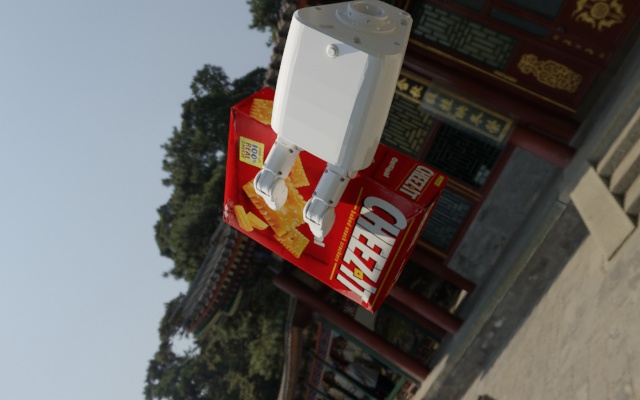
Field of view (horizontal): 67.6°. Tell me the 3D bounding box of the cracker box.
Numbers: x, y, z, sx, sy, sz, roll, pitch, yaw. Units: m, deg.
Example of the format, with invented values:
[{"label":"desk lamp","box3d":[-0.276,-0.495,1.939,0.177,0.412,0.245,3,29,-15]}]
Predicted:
[{"label":"cracker box","box3d":[0.000,0.001,0.509,0.213,0.164,0.072,30,44,16]}]
